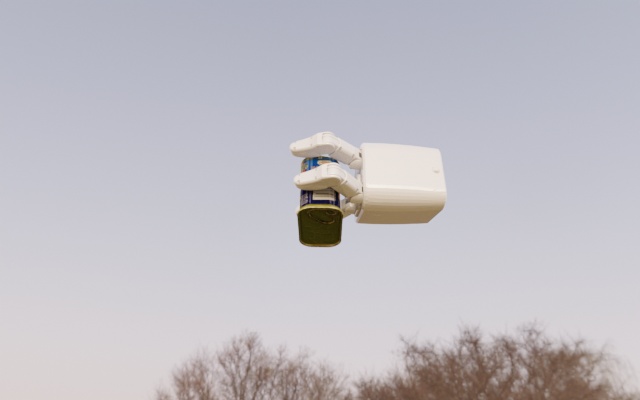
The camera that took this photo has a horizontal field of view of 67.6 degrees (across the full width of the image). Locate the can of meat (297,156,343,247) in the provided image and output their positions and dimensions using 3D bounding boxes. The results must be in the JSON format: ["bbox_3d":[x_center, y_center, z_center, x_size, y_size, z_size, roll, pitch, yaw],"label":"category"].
[{"bbox_3d":[0.000,0.002,0.638,0.057,0.084,0.102,1,-33,1],"label":"can of meat"}]
